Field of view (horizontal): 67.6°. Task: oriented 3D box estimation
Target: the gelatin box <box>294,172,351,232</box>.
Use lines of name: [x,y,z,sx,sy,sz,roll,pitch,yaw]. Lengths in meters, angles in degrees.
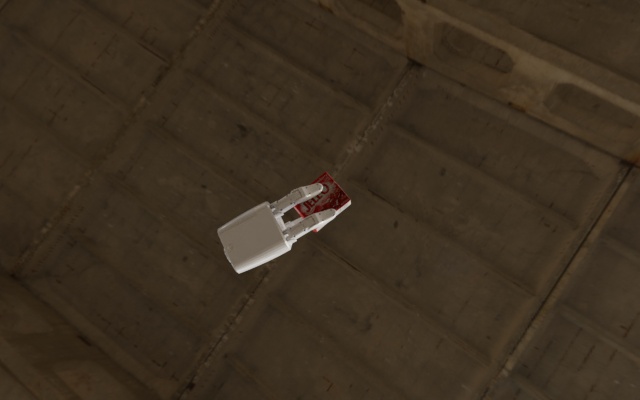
gelatin box: [0.000,0.003,0.883,0.089,0.073,0.030,-39,-14,-8]
